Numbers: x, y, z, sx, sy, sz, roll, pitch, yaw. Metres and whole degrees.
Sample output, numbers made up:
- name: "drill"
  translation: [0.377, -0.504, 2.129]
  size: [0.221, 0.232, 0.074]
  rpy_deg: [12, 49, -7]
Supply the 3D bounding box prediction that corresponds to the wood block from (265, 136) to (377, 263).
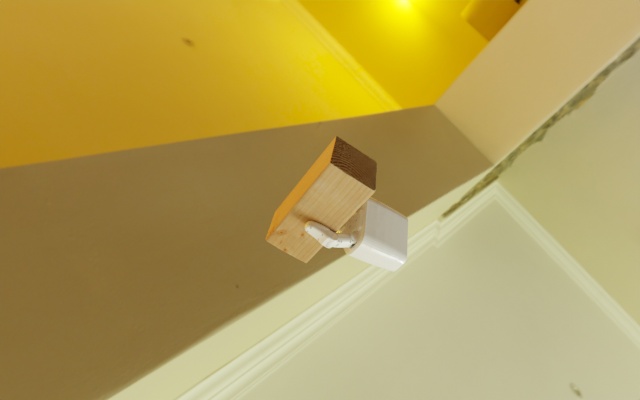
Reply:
- name: "wood block"
  translation: [0.000, 0.003, 0.832]
  size: [0.090, 0.206, 0.090]
  rpy_deg: [31, 34, -14]
